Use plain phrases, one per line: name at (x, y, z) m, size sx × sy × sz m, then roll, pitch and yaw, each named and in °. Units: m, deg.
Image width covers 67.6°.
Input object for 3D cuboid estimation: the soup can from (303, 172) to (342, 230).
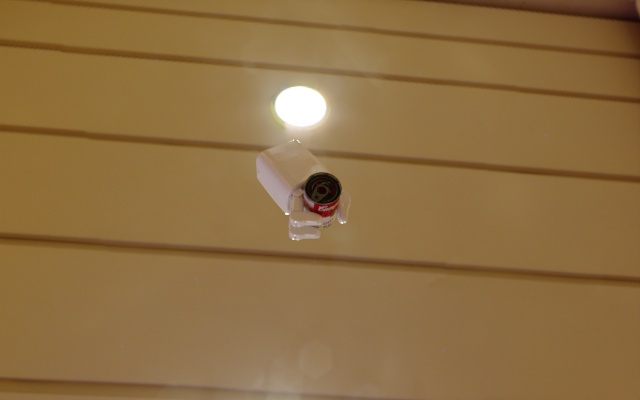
soup can at (0.001, 0.003, 0.895) m, size 0.068 × 0.068 × 0.102 m, roll 0°, pitch -31°, yaw -6°
